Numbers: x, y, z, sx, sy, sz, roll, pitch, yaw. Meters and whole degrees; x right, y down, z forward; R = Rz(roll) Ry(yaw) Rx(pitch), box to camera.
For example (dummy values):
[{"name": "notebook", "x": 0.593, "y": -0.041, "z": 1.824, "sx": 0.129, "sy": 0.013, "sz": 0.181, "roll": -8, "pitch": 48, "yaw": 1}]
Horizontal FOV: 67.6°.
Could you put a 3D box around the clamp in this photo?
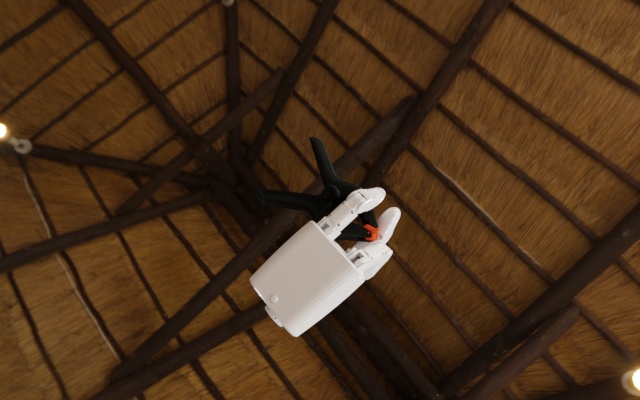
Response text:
[{"name": "clamp", "x": 0.000, "y": 0.002, "z": 0.633, "sx": 0.120, "sy": 0.171, "sz": 0.039, "roll": -41, "pitch": -25, "yaw": -5}]
